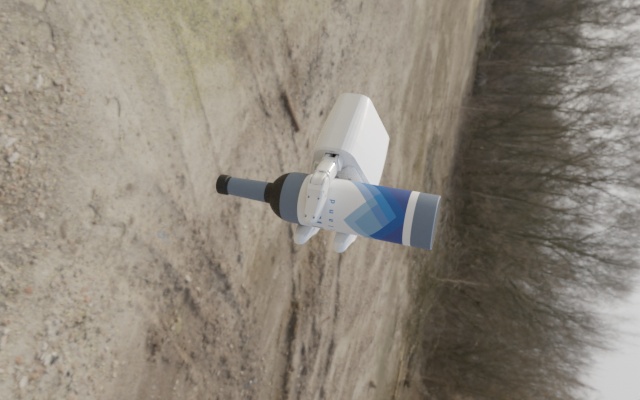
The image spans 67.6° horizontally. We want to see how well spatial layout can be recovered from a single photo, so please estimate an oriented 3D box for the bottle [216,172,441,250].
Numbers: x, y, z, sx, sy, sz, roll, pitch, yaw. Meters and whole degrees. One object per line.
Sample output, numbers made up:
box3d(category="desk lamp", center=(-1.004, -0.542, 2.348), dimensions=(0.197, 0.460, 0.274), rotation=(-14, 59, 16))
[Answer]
box3d(category="bottle", center=(0.000, 0.002, 0.615), dimensions=(0.295, 0.069, 0.069), rotation=(10, 3, 18))
